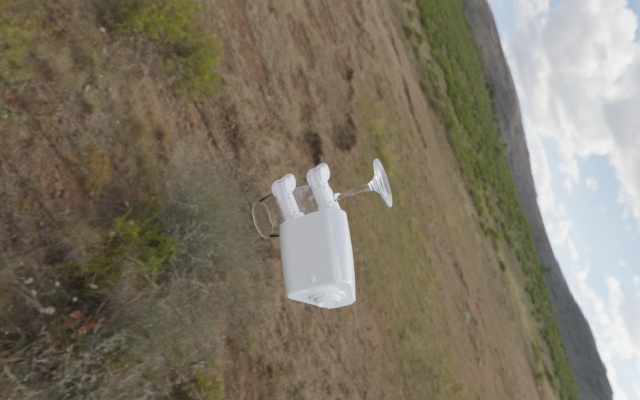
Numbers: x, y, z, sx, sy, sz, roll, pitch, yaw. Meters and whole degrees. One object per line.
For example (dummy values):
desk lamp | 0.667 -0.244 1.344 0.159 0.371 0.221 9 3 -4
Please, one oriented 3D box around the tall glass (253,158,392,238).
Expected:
tall glass | 0.001 0.002 0.715 0.201 0.079 0.079 -17 -6 18
